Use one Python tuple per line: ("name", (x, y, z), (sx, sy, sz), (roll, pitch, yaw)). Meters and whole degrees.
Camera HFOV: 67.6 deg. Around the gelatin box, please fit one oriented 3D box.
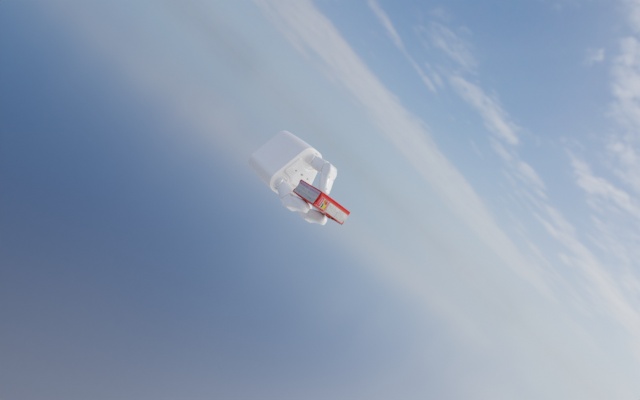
("gelatin box", (0.001, 0.002, 0.842), (0.073, 0.030, 0.089), (36, -3, -32))
